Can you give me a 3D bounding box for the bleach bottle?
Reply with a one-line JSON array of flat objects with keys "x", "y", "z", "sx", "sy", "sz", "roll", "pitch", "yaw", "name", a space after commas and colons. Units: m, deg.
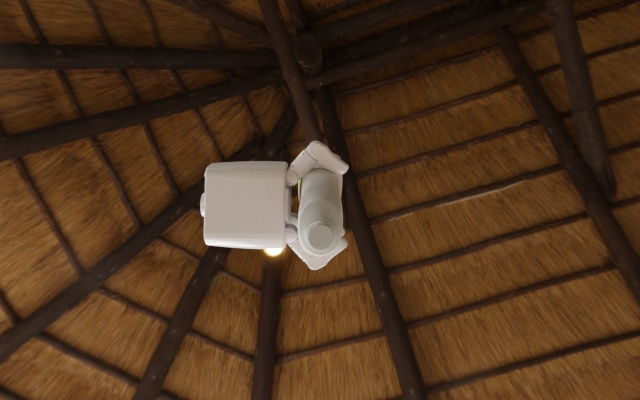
[{"x": 0.000, "y": 0.002, "z": 0.630, "sx": 0.068, "sy": 0.102, "sz": 0.250, "roll": 1, "pitch": 14, "yaw": -1, "name": "bleach bottle"}]
